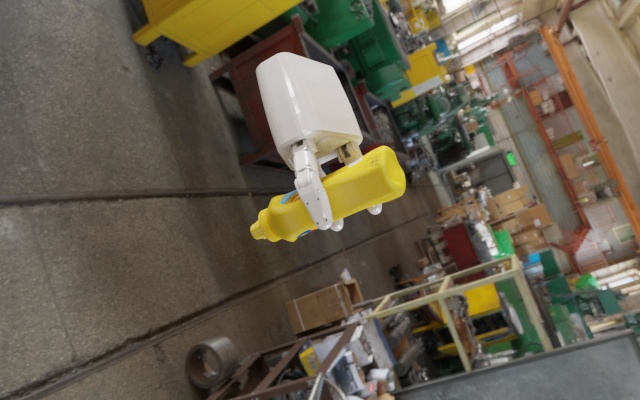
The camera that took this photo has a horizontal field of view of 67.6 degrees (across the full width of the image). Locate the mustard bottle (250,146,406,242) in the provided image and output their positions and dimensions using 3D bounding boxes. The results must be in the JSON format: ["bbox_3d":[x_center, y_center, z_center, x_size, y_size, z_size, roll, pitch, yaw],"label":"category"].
[{"bbox_3d":[0.000,0.002,0.553,0.191,0.058,0.096,-24,9,20],"label":"mustard bottle"}]
